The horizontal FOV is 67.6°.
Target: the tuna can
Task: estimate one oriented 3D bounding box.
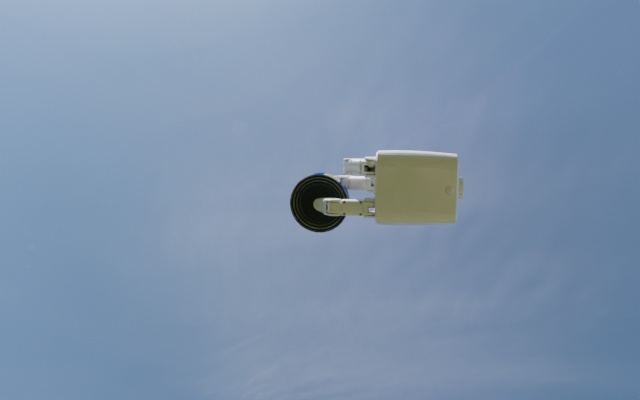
[{"bbox_3d":[0.000,0.002,0.707,0.086,0.086,0.033,0,9,8],"label":"tuna can"}]
